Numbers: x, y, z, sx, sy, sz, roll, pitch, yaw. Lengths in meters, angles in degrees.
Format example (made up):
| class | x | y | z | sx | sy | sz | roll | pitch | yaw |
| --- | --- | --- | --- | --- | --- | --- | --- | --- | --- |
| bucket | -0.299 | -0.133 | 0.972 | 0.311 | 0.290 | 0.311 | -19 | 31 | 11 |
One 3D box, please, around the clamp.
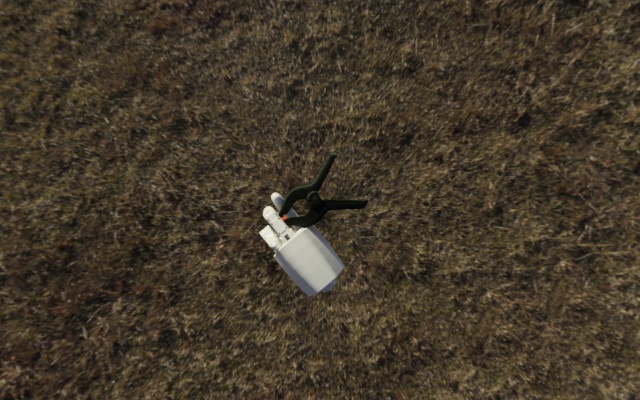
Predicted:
| class | x | y | z | sx | sy | sz | roll | pitch | yaw |
| --- | --- | --- | --- | --- | --- | --- | --- | --- | --- |
| clamp | 0.000 | 0.003 | 0.892 | 0.171 | 0.120 | 0.039 | -40 | -7 | -1 |
